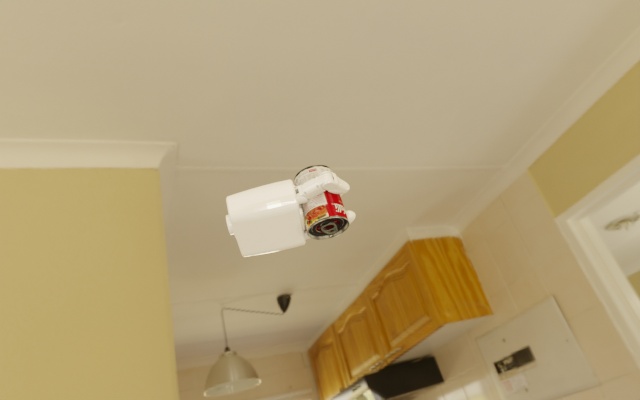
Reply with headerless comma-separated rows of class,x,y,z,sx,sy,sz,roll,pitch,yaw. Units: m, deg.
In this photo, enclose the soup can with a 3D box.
soup can,0.001,0.002,0.767,0.068,0.102,0.068,-12,-30,-7
